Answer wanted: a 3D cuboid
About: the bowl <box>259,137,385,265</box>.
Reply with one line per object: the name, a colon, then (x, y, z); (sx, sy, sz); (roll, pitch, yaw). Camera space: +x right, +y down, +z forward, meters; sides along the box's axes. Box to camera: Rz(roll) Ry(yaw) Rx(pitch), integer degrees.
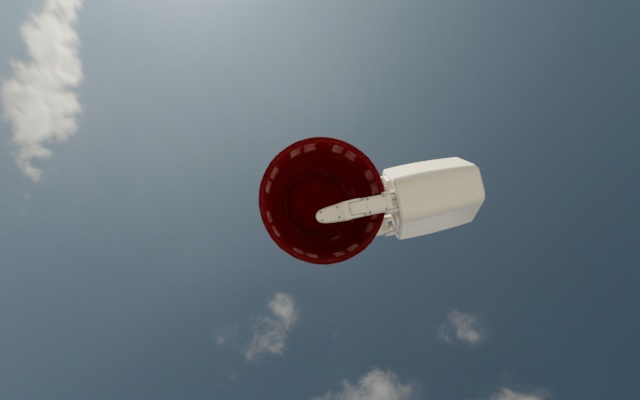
bowl: (-0.001, 0.002, 0.623); (0.162, 0.162, 0.055); (0, -7, -8)
